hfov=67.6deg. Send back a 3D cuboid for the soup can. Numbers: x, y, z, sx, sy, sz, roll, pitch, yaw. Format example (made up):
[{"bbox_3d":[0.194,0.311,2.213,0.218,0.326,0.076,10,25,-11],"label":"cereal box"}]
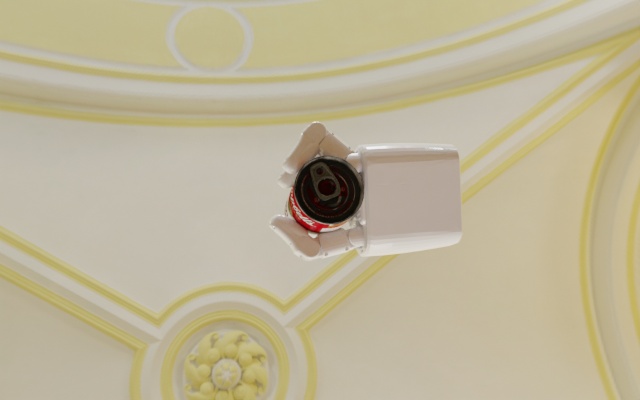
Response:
[{"bbox_3d":[0.000,0.002,0.498,0.068,0.068,0.102,0,-14,-10],"label":"soup can"}]
